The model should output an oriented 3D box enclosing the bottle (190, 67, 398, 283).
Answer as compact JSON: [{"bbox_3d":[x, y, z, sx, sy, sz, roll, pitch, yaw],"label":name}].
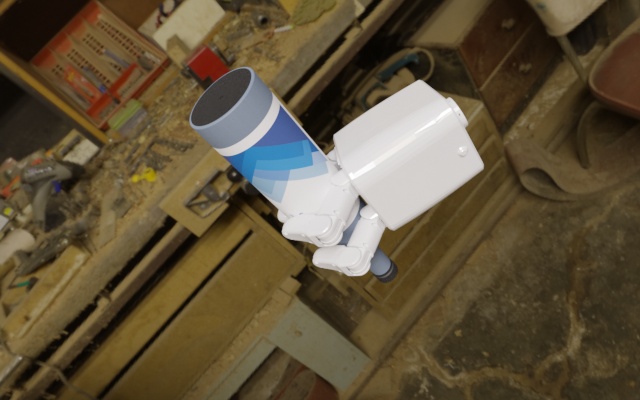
[{"bbox_3d":[0.000,0.001,0.469,0.069,0.069,0.296,0,-35,41],"label":"bottle"}]
